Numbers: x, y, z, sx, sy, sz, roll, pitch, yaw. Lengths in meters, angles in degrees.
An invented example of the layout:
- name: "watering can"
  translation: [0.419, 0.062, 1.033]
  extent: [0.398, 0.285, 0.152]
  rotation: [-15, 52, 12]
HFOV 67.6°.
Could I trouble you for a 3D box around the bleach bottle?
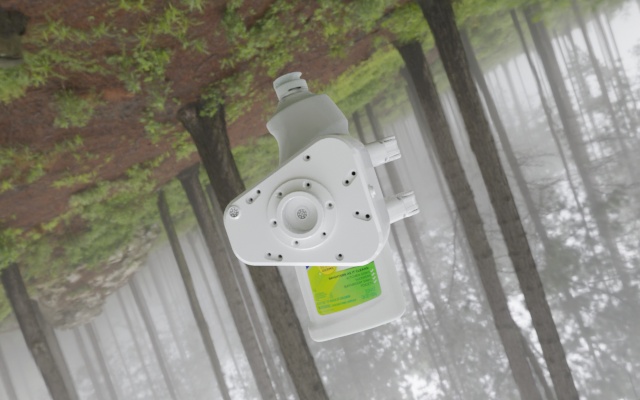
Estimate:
- name: "bleach bottle"
  translation: [0.000, 0.002, 0.469]
  extent: [0.102, 0.251, 0.068]
  rotation: [-19, 1, 9]
